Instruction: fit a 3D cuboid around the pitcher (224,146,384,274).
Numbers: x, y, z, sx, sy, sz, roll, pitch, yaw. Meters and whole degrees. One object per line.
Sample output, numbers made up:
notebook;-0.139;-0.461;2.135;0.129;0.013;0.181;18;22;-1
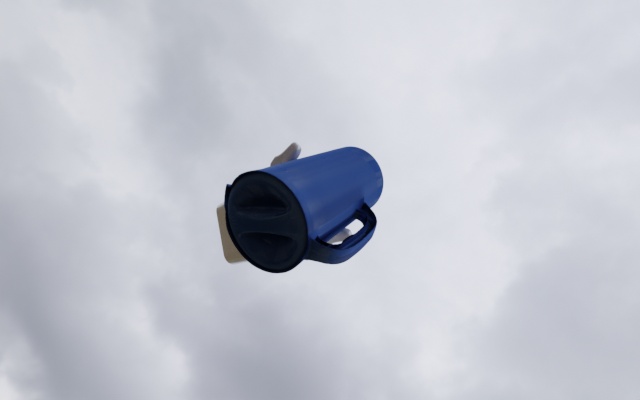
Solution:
pitcher;0.000;0.002;0.672;0.145;0.149;0.242;-22;3;38
